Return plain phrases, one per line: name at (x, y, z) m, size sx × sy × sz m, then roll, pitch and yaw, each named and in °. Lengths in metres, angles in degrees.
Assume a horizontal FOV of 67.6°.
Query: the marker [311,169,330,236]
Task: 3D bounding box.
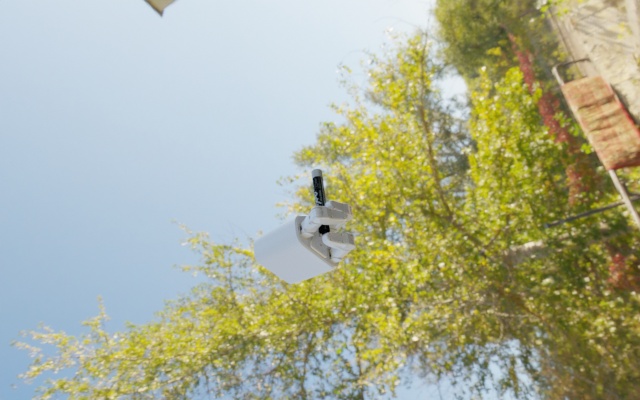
marker at (0.000, 0.003, 0.784) m, size 0.020 × 0.121 × 0.020 m, roll -6°, pitch -30°, yaw -3°
